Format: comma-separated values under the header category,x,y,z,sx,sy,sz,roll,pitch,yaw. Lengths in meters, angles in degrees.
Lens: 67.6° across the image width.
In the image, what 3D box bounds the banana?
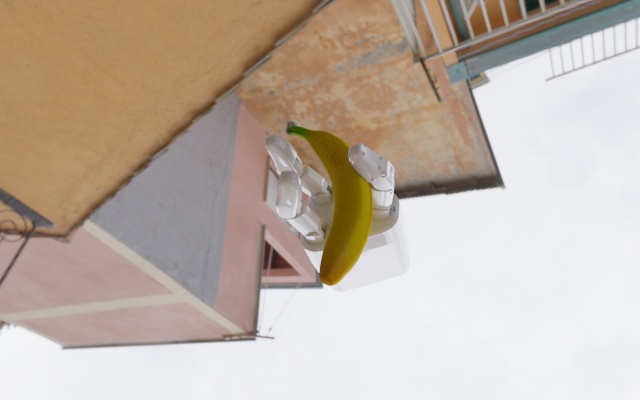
category,x,y,z,sx,sy,sz,roll,pitch,yaw
banana,0.018,-0.005,0.475,0.069,0.197,0.037,-13,-39,-1
